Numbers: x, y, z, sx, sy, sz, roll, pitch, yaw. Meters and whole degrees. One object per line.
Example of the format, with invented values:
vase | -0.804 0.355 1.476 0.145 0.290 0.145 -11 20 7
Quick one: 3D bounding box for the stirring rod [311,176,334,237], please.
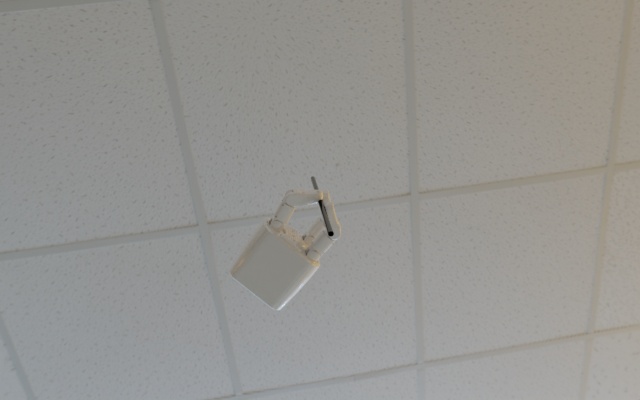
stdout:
stirring rod | 0.000 0.003 0.751 0.011 0.011 0.239 0 21 -7
